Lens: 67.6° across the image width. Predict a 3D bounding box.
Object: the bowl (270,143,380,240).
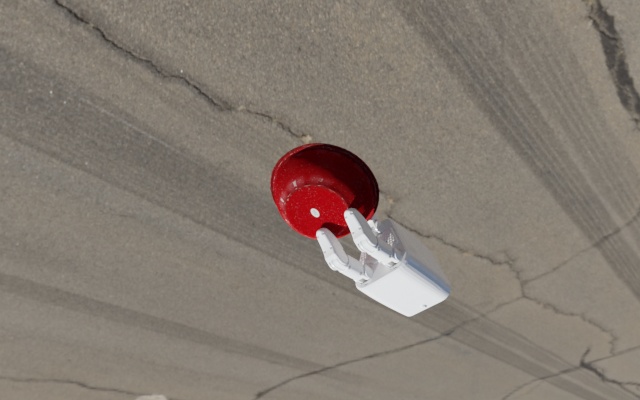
[{"bbox_3d":[-0.001,0.002,0.675,0.162,0.162,0.055,0,34,14],"label":"bowl"}]
